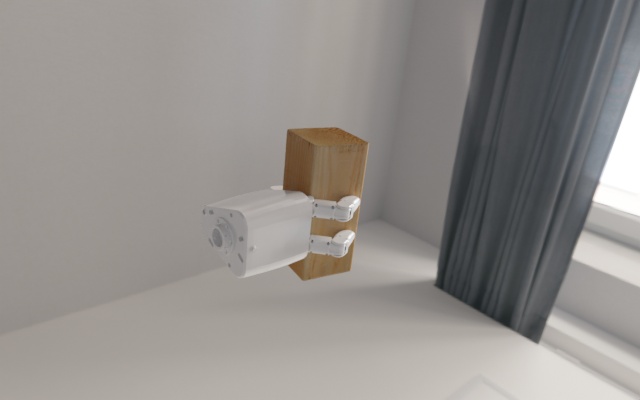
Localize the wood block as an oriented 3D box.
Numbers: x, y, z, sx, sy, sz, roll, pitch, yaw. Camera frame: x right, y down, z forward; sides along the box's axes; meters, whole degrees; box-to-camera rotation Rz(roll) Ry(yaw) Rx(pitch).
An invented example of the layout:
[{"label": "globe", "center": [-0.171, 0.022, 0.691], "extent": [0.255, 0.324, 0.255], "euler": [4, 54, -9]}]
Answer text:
[{"label": "wood block", "center": [0.000, 0.002, 0.716], "extent": [0.090, 0.206, 0.090], "euler": [-7, 26, -30]}]
